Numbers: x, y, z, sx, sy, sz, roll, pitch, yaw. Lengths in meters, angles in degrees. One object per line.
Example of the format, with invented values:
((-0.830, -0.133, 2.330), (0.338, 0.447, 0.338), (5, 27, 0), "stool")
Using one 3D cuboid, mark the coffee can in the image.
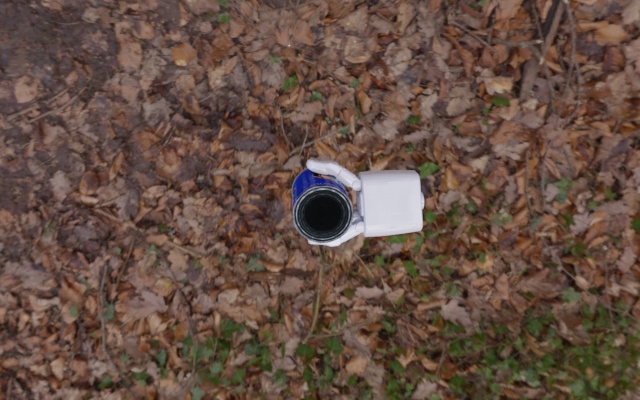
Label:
((0.000, 0.003, 0.858), (0.103, 0.103, 0.140), (0, 18, -4), "coffee can")
